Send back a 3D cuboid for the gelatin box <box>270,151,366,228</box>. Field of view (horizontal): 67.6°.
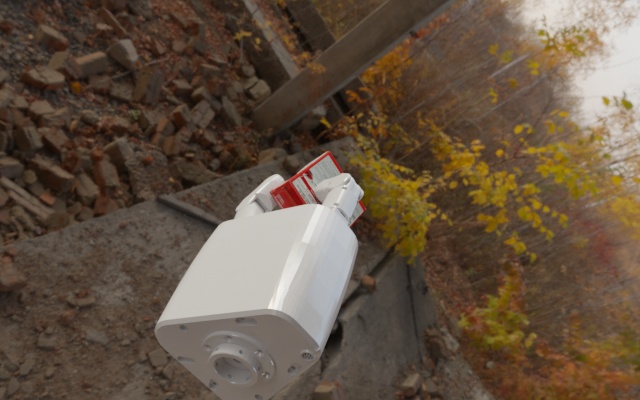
[{"bbox_3d":[0.001,0.001,0.463,0.030,0.073,0.089,-28,8,35],"label":"gelatin box"}]
